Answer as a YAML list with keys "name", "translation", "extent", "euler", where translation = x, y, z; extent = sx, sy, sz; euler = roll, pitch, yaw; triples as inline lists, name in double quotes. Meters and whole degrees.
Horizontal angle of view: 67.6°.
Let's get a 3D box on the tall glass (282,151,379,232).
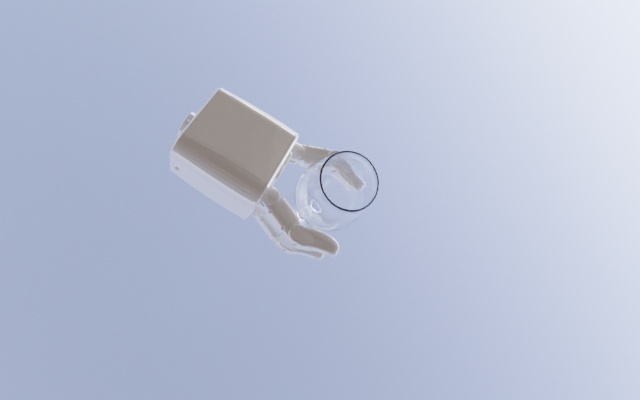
- name: "tall glass"
  translation: [0.000, 0.002, 0.555]
  extent: [0.079, 0.079, 0.201]
  euler: [0, -12, -17]
